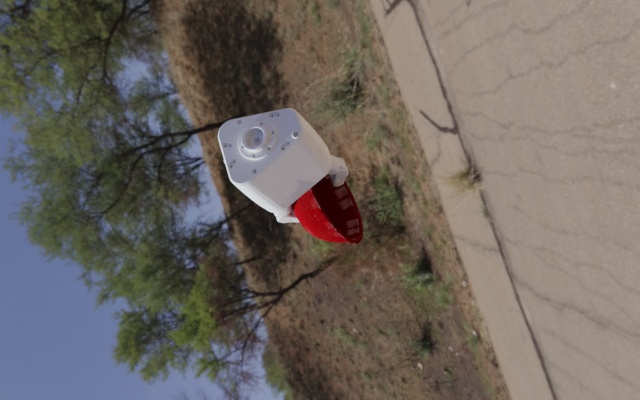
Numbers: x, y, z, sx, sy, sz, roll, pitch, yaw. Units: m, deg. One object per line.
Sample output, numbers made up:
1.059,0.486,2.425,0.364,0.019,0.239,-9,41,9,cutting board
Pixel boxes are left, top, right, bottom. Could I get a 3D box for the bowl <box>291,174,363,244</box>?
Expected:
0.000,0.003,0.719,0.055,0.162,0.162,-29,-11,21,bowl
